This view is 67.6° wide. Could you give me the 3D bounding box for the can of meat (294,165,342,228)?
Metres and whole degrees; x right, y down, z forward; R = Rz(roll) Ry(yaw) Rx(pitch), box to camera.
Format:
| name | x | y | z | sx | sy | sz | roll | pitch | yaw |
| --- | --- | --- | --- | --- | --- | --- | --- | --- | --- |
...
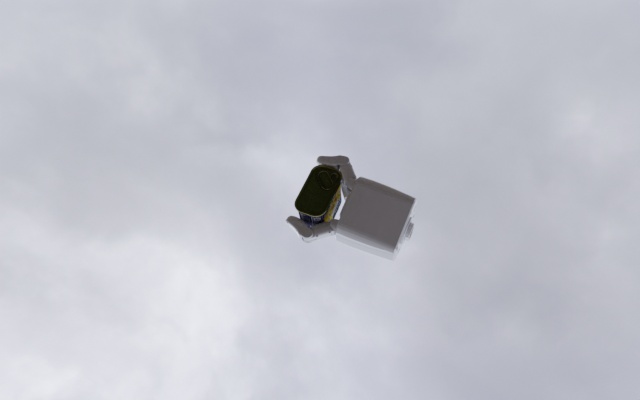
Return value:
| name | x | y | z | sx | sy | sz | roll | pitch | yaw |
| --- | --- | --- | --- | --- | --- | --- | --- | --- | --- |
| can of meat | 0.000 | 0.003 | 0.844 | 0.057 | 0.102 | 0.084 | 18 | -28 | 16 |
